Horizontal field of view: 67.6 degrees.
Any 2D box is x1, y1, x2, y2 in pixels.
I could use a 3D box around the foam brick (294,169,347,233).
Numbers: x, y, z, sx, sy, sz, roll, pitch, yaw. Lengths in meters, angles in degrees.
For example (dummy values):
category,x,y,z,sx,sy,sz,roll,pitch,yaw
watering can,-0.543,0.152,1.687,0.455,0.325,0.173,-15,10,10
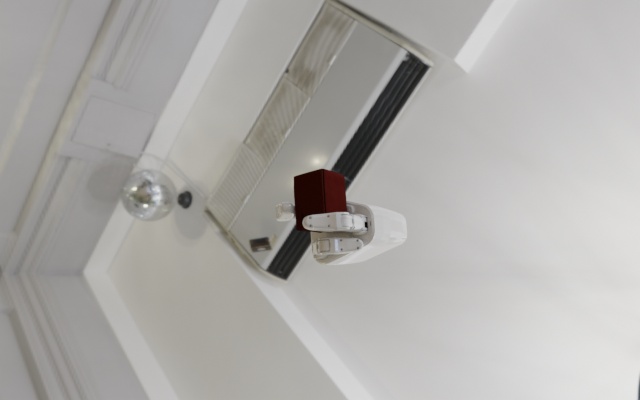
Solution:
category,x,y,z,sx,sy,sz,roll,pitch,yaw
foam brick,0.000,0.002,0.652,0.053,0.078,0.051,-10,-12,37
